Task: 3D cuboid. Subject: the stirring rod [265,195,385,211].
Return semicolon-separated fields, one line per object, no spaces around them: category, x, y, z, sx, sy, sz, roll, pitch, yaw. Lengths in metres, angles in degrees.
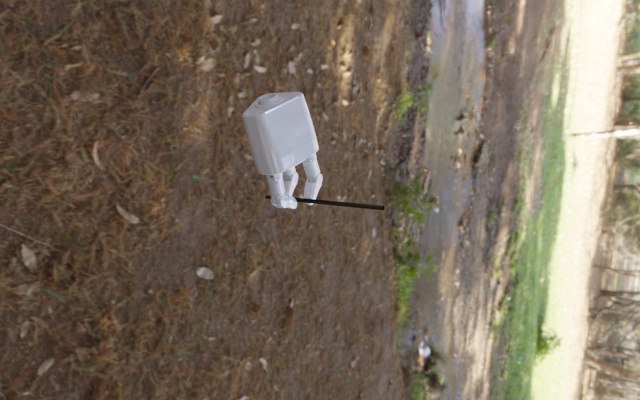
stirring rod;0.000;0.003;0.835;0.239;0.011;0.011;5;3;32
